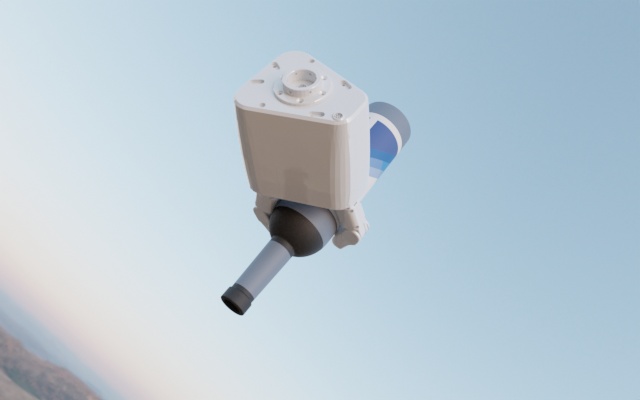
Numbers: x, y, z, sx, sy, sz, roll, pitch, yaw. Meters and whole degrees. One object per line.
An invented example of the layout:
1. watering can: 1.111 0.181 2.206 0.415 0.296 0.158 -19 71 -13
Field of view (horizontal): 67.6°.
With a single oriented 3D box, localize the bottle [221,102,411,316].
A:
1. bottle: 0.000 0.002 0.515 0.069 0.069 0.295 0 41 47
